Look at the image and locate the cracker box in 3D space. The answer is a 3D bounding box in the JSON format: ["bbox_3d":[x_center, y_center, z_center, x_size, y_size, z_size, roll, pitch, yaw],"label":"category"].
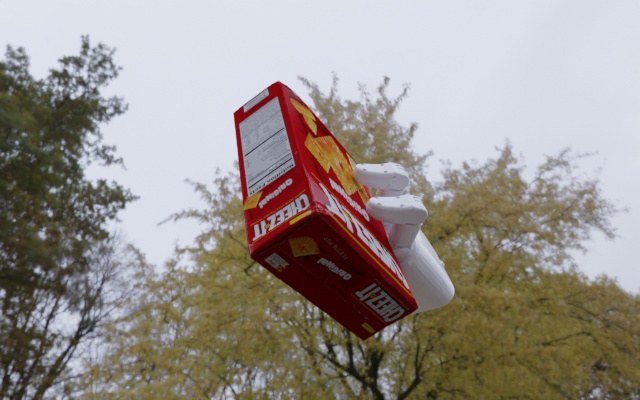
[{"bbox_3d":[0.000,0.002,0.462,0.072,0.213,0.164,-35,-51,14],"label":"cracker box"}]
